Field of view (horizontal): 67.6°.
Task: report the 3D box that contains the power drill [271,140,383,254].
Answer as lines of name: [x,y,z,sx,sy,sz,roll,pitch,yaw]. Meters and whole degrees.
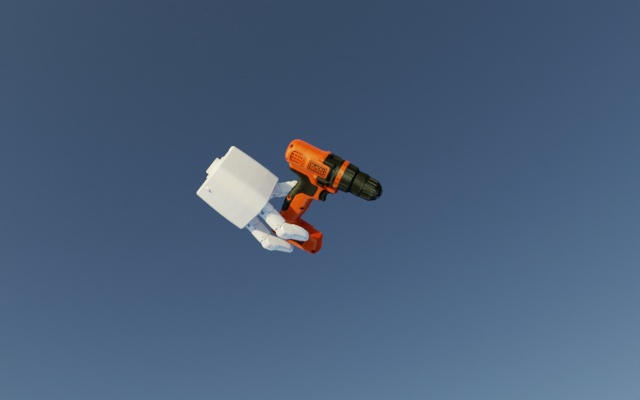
power drill: [0.000,0.003,0.874,0.184,0.188,0.057,28,26,8]
